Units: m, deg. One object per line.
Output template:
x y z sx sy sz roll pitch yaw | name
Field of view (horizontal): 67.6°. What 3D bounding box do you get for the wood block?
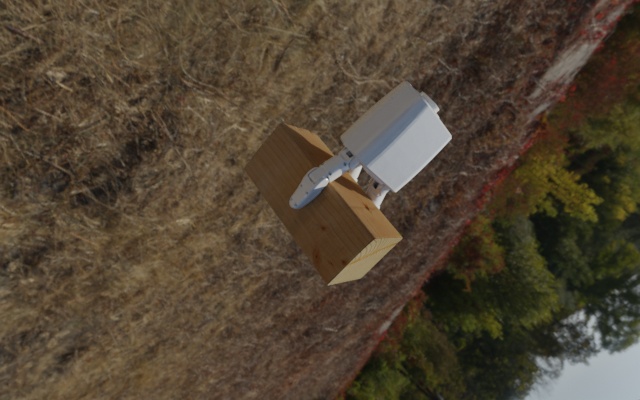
0.000 0.002 0.647 0.090 0.206 0.091 -48 -25 21 | wood block
